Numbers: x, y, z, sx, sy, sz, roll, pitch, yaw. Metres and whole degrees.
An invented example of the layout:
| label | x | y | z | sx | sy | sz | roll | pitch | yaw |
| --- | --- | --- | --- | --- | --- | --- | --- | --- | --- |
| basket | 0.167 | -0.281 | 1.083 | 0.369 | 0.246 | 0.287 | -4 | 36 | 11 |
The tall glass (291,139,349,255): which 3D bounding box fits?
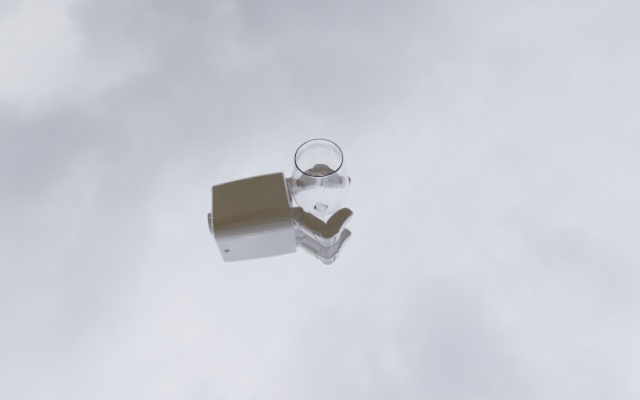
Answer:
| label | x | y | z | sx | sy | sz | roll | pitch | yaw |
| --- | --- | --- | --- | --- | --- | --- | --- | --- | --- |
| tall glass | 0.000 | 0.003 | 0.672 | 0.079 | 0.079 | 0.201 | 0 | -34 | 1 |
